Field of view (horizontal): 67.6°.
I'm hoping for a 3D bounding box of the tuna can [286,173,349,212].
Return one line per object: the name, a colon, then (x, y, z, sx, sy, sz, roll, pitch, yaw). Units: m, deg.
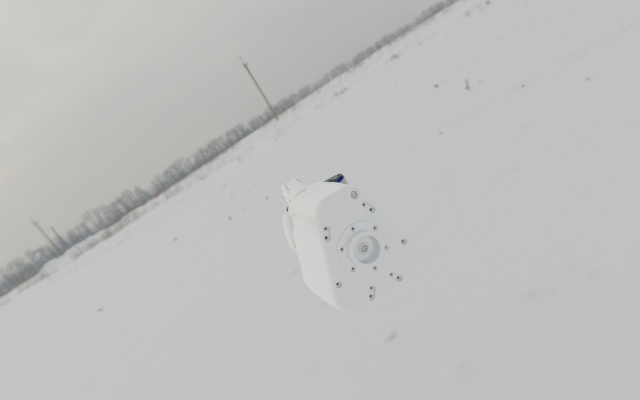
tuna can: (0.000, 0.001, 0.599, 0.086, 0.034, 0.086, -33, 7, 4)
